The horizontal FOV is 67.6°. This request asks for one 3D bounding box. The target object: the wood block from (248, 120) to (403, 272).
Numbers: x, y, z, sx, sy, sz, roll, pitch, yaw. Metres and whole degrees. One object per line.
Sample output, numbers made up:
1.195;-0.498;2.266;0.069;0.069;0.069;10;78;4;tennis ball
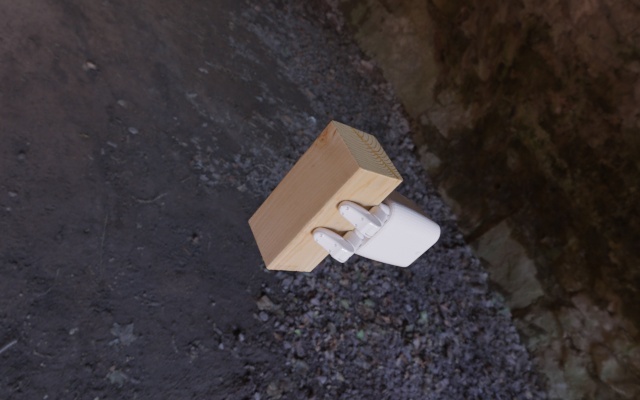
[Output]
0.000;0.002;0.665;0.090;0.090;0.206;11;-49;-44;wood block
